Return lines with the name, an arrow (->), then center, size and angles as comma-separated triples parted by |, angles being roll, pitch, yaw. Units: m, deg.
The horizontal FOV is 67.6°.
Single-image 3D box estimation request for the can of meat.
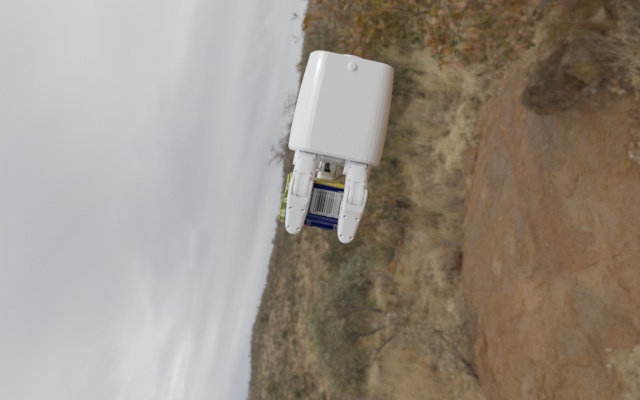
can of meat -> 0.000, 0.002, 0.545 | 0.084, 0.057, 0.102 | 11, 5, -2
